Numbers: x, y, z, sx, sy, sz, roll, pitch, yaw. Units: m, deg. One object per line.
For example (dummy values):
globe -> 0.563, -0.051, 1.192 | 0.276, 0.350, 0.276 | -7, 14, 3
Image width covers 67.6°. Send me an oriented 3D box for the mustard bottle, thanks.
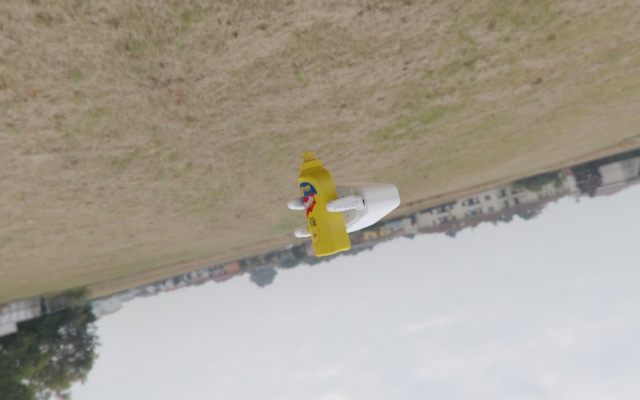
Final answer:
mustard bottle -> 0.000, 0.003, 0.872 | 0.058, 0.191, 0.096 | -12, -4, -21
